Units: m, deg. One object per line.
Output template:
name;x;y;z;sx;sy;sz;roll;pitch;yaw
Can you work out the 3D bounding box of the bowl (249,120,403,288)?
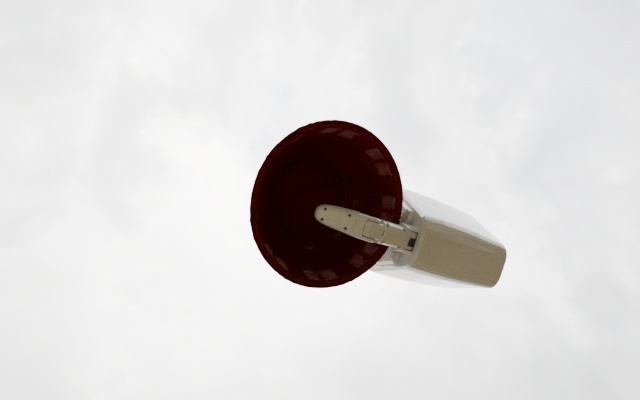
bowl;-0.001;0.001;0.473;0.162;0.162;0.055;0;10;-26
